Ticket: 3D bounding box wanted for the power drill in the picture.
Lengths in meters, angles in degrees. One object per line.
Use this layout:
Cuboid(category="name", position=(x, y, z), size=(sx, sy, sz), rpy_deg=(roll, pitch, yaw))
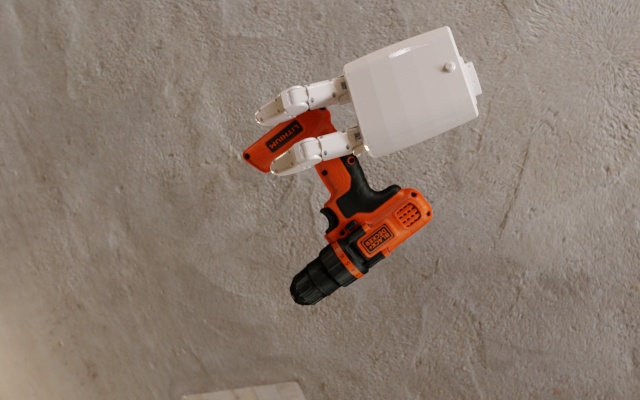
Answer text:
Cuboid(category="power drill", position=(0.000, 0.001, 0.527), size=(0.184, 0.187, 0.057), rpy_deg=(-38, 3, 6))
